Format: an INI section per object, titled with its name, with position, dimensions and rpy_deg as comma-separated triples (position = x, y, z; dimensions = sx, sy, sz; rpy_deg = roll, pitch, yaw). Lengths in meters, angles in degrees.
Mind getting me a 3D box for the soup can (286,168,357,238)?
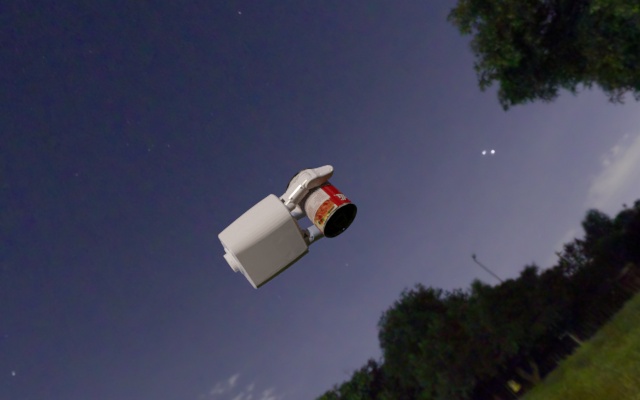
[soup can]
position = 0.000, 0.002, 0.765
dimensions = 0.068, 0.068, 0.102
rpy_deg = 0, 36, -49
